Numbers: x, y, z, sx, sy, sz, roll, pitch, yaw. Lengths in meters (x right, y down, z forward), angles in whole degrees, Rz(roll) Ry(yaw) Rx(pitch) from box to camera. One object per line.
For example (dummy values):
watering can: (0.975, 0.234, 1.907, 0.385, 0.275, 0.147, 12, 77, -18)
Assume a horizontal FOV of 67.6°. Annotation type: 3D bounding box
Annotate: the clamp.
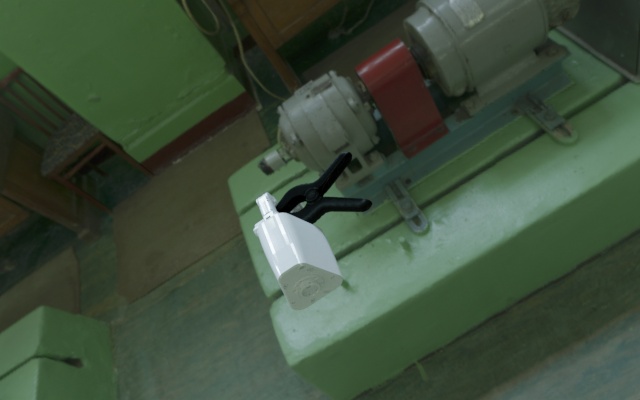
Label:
clamp: (0.000, 0.002, 0.780, 0.171, 0.120, 0.039, -34, -44, 6)
